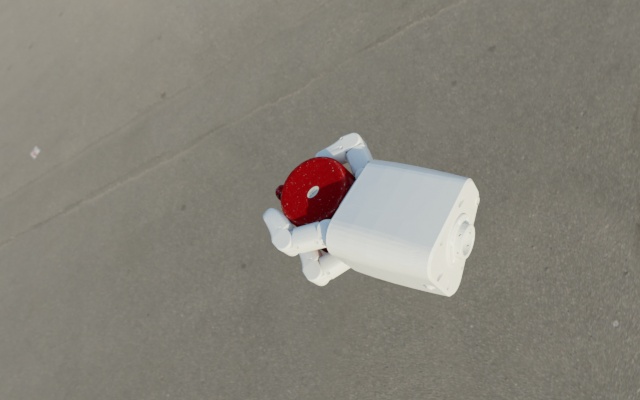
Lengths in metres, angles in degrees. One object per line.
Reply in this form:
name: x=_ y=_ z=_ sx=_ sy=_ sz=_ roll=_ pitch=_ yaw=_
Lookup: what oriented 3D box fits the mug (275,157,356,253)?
mug: x=-0.001 y=0.001 z=0.533 sx=0.117 sy=0.093 sz=0.081 roll=14 pitch=-16 yaw=35
